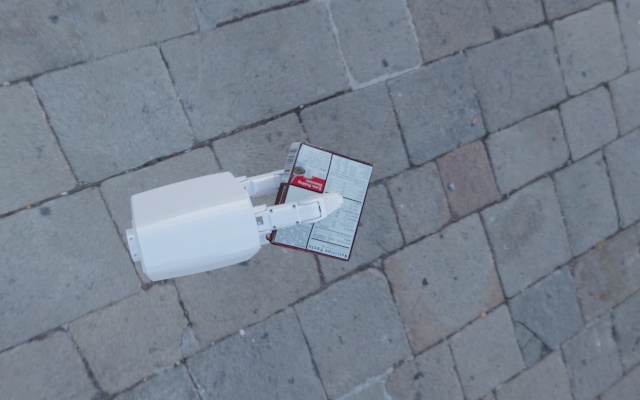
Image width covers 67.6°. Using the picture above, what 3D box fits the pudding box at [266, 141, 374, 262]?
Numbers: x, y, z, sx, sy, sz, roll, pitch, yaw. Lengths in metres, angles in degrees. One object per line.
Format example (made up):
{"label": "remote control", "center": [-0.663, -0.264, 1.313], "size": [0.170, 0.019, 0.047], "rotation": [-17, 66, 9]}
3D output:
{"label": "pudding box", "center": [0.000, 0.002, 0.517], "size": [0.090, 0.113, 0.039], "rotation": [16, -1, -18]}
